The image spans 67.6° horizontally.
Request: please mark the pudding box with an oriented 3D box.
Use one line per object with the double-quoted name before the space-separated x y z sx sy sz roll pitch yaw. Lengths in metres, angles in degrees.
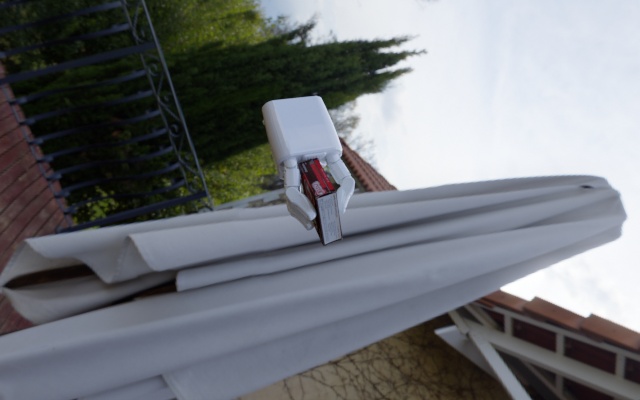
"pudding box" 0.000 0.002 0.763 0.039 0.114 0.090 -19 44 -7
